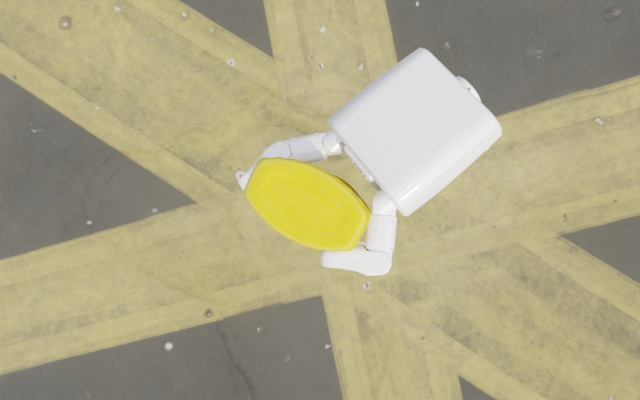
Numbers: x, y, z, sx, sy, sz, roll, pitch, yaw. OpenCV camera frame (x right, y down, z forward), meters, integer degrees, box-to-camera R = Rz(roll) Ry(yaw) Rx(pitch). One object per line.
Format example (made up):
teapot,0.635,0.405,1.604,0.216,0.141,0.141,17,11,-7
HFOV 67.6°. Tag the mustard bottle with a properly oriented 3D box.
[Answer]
mustard bottle,0.000,0.002,0.441,0.096,0.058,0.191,26,4,6
